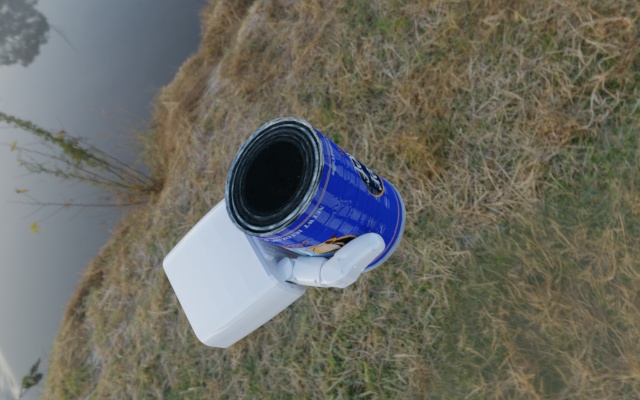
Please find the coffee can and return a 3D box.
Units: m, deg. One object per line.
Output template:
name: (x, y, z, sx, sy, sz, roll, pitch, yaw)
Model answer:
coffee can: (0.000, 0.001, 0.432, 0.103, 0.102, 0.140, 0, -19, 38)
